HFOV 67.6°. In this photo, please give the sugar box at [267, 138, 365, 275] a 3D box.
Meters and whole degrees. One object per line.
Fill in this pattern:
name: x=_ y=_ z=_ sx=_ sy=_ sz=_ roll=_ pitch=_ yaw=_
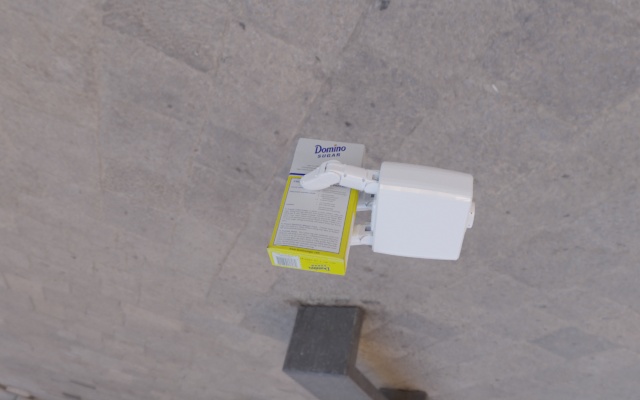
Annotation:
sugar box: x=0.000 y=0.002 z=0.605 sx=0.093 sy=0.176 sz=0.048 roll=8 pitch=-36 yaw=9
